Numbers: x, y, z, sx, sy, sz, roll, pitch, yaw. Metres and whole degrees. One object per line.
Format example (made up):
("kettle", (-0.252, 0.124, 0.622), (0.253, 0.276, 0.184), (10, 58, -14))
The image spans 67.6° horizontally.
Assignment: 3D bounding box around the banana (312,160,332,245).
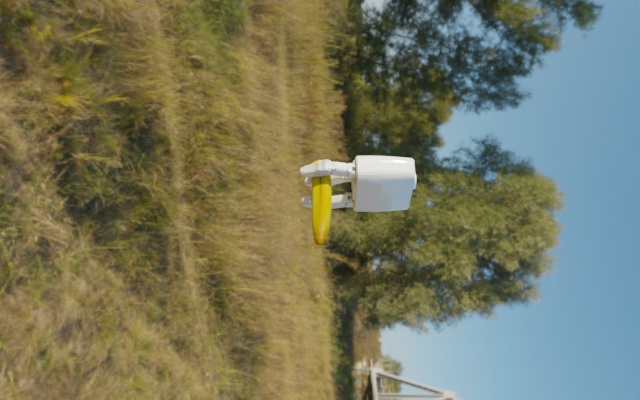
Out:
("banana", (0.001, -0.012, 0.878), (0.037, 0.197, 0.070), (1, -43, -4))
